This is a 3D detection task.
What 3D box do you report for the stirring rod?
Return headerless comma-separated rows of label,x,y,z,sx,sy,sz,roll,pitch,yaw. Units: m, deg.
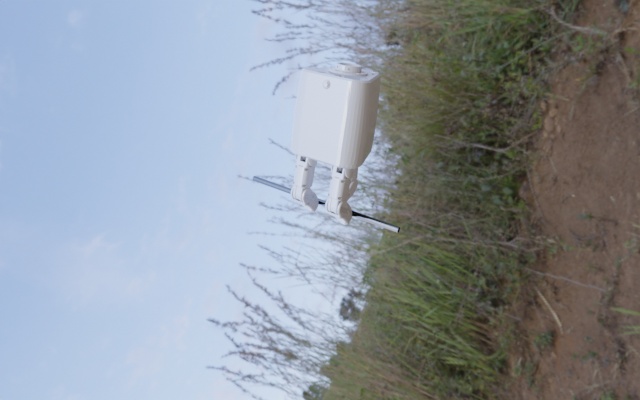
stirring rod,0.000,0.002,0.670,0.239,0.011,0.011,20,9,27
